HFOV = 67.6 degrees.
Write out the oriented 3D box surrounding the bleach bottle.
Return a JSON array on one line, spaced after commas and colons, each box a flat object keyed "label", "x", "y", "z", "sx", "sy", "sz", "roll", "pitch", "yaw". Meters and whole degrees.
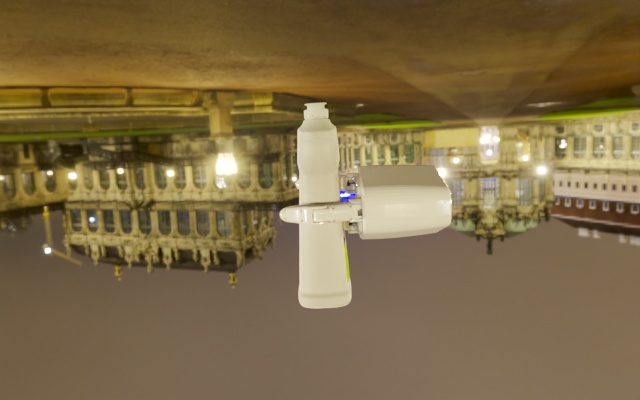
[{"label": "bleach bottle", "x": 0.000, "y": 0.002, "z": 0.615, "sx": 0.068, "sy": 0.251, "sz": 0.102, "roll": -3, "pitch": 7, "yaw": 2}]
